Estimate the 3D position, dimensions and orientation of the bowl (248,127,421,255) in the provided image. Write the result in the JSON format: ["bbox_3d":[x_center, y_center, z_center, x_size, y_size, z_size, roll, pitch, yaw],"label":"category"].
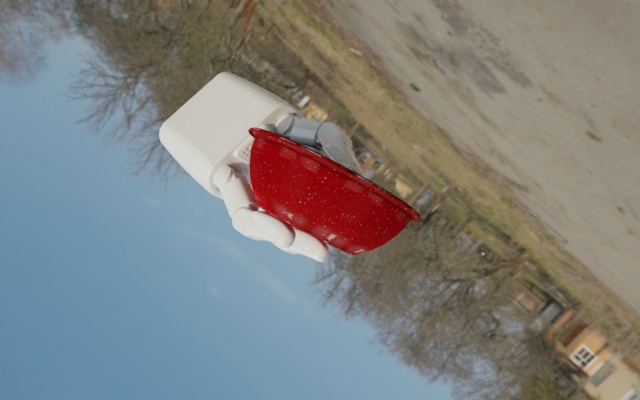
[{"bbox_3d":[0.001,0.002,0.401,0.162,0.055,0.162,27,-2,1],"label":"bowl"}]
